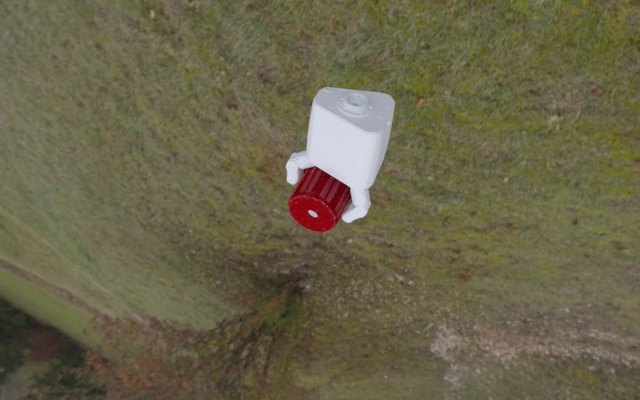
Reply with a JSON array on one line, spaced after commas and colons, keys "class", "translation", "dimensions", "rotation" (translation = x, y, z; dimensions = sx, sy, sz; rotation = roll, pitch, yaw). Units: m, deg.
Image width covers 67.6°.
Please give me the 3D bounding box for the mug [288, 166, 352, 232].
[{"class": "mug", "translation": [0.000, 0.004, 0.754], "dimensions": [0.093, 0.081, 0.117], "rotation": [19, -40, 11]}]
